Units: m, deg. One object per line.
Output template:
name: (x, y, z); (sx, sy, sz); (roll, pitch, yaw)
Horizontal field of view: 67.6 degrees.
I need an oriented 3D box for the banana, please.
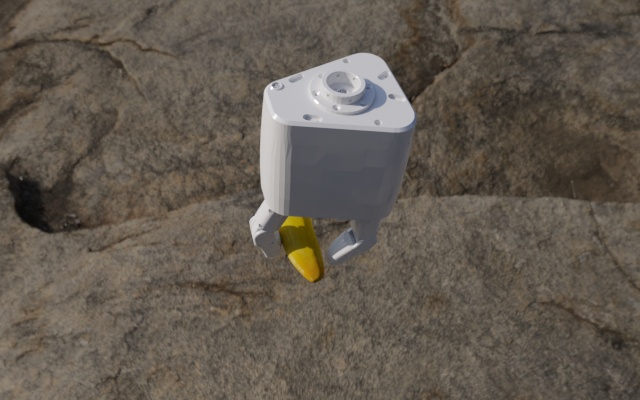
banana: (-0.018, -0.004, 0.515); (0.069, 0.197, 0.037); (11, -40, -1)
